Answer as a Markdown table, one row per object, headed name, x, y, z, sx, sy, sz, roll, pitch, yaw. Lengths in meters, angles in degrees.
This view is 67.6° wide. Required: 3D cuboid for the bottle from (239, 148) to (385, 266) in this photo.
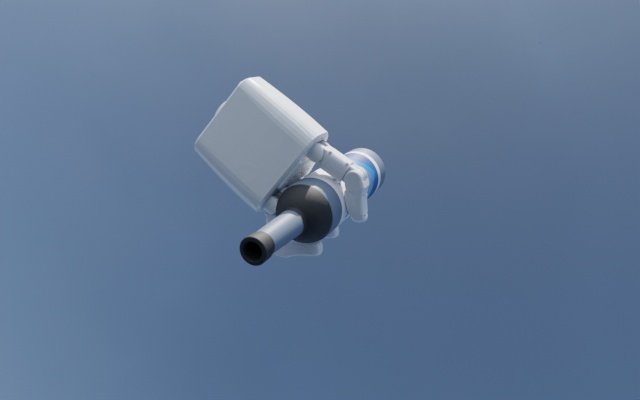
| name | x | y | z | sx | sy | sz | roll | pitch | yaw |
| --- | --- | --- | --- | --- | --- | --- | --- | --- | --- |
| bottle | 0.000 | 0.002 | 0.539 | 0.069 | 0.069 | 0.295 | 0 | 17 | 25 |
